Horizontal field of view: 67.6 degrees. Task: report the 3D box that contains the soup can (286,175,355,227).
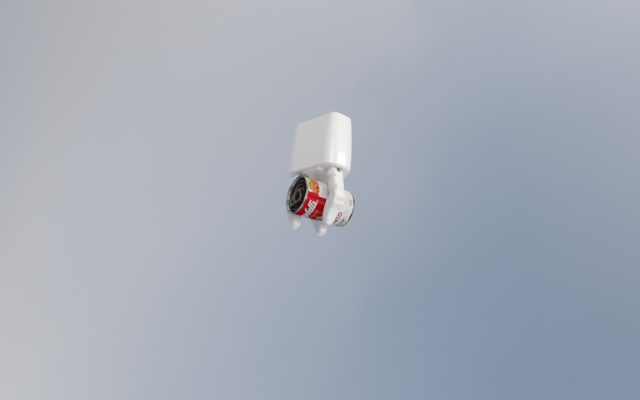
[{"bbox_3d":[0.000,0.003,0.839,0.102,0.068,0.068,18,-9,-30],"label":"soup can"}]
